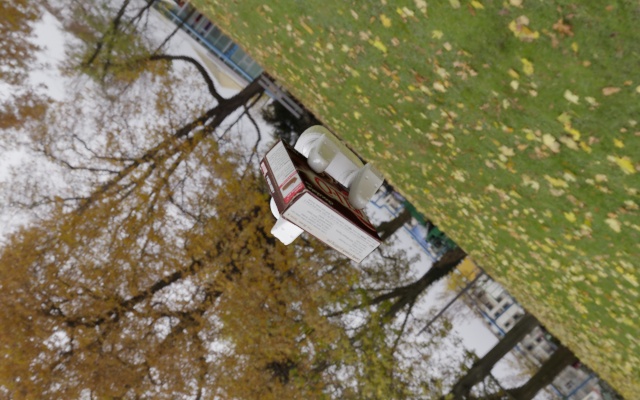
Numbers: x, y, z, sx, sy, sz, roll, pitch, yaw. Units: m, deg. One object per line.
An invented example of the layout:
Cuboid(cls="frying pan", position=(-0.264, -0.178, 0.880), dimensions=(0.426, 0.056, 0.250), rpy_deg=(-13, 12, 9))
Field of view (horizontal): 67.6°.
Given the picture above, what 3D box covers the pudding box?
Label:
Cuboid(cls="pudding box", position=(0.000, 0.002, 0.459), dimensions=(0.113, 0.039, 0.090), rpy_deg=(32, 18, -37))
